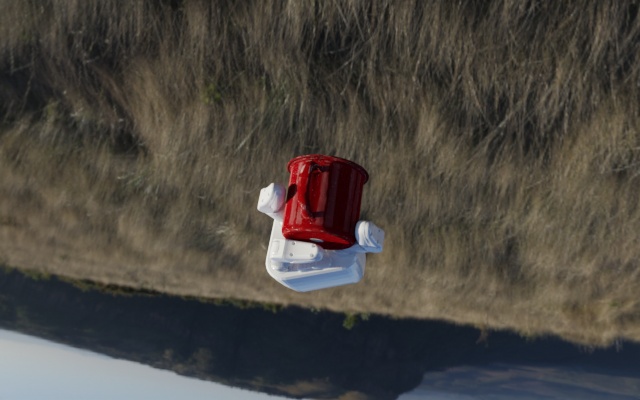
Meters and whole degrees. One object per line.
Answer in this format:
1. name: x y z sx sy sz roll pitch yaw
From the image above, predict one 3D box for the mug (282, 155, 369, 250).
1. mug: 0.000 0.001 0.512 0.093 0.081 0.117 3 -20 15
